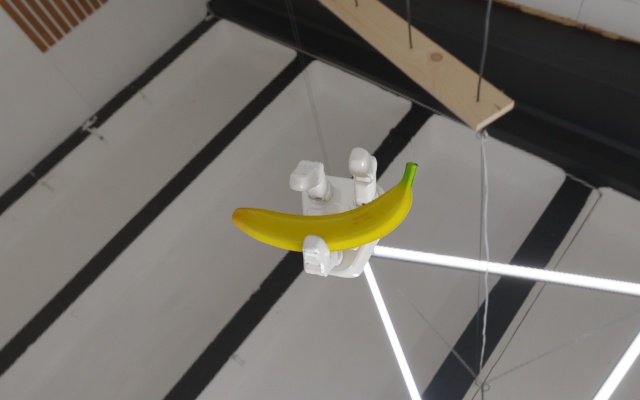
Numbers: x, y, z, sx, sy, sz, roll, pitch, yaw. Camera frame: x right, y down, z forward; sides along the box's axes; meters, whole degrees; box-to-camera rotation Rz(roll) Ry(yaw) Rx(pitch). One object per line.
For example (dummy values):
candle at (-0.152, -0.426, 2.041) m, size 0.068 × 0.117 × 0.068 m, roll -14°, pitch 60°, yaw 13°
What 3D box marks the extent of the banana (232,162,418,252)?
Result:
banana at (0.008, 0.019, 0.483) m, size 0.198 × 0.069 × 0.037 m, roll -15°, pitch 1°, yaw 13°
